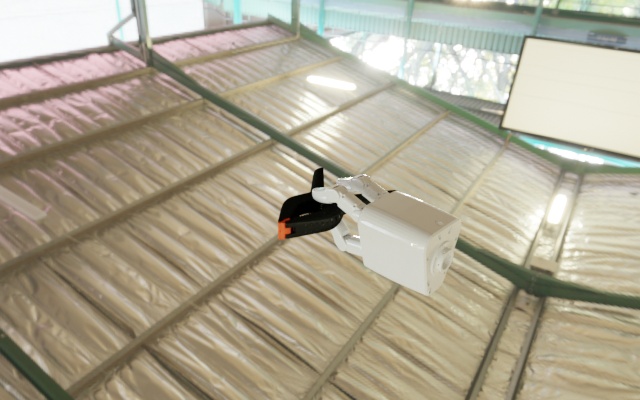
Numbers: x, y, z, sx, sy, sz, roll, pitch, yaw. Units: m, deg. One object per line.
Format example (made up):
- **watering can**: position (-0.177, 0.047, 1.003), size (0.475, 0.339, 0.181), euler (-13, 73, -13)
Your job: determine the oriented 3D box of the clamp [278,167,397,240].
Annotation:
- **clamp**: position (0.000, 0.003, 0.741), size (0.164, 0.036, 0.210), euler (23, 34, 38)
